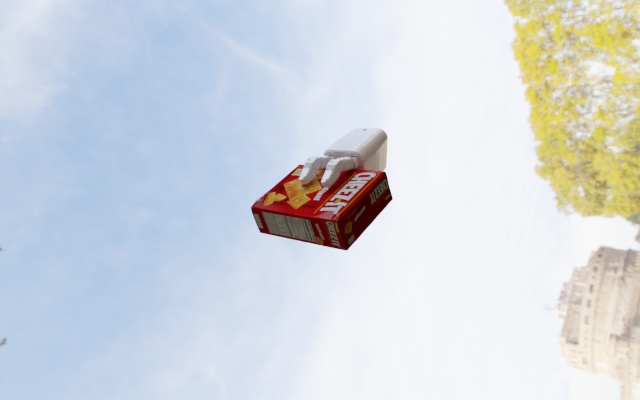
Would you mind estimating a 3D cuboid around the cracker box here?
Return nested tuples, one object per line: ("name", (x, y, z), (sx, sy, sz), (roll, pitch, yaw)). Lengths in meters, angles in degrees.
("cracker box", (0.000, 0.003, 0.895), (0.213, 0.072, 0.164), (7, 38, 39))
